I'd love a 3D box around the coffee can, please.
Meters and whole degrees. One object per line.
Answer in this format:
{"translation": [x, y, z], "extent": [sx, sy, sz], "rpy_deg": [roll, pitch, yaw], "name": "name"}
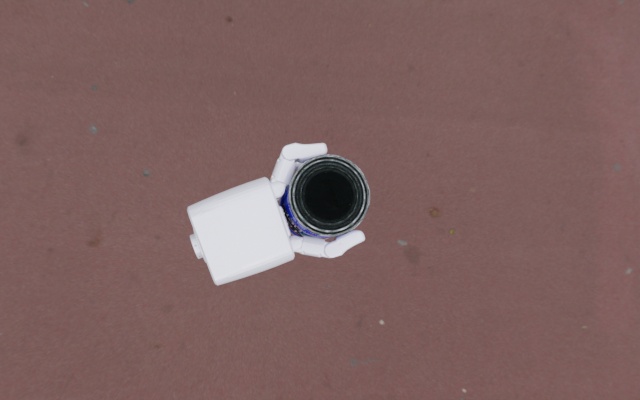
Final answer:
{"translation": [0.000, 0.002, 0.651], "extent": [0.103, 0.103, 0.140], "rpy_deg": [0, -7, -10], "name": "coffee can"}
